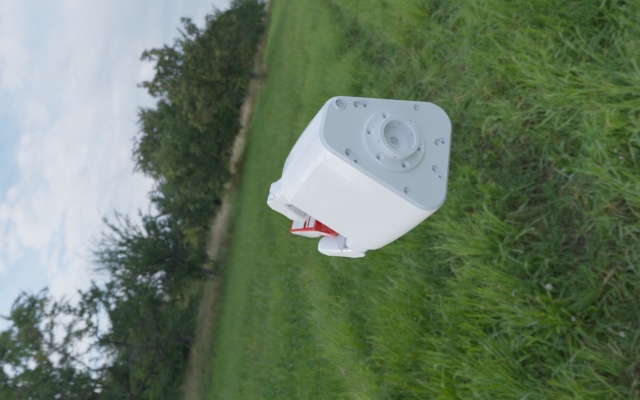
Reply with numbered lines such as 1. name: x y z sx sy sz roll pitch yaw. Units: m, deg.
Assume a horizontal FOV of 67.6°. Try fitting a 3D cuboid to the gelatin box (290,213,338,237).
1. gelatin box: 0.000 0.002 0.519 0.030 0.073 0.089 16 -10 -18
